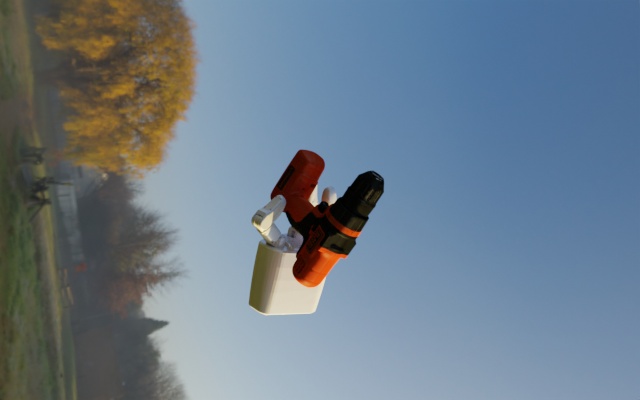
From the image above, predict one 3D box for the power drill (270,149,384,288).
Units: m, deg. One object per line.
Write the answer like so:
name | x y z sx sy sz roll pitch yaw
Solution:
power drill | 0.000 0.002 0.682 0.057 0.184 0.187 24 21 -33
